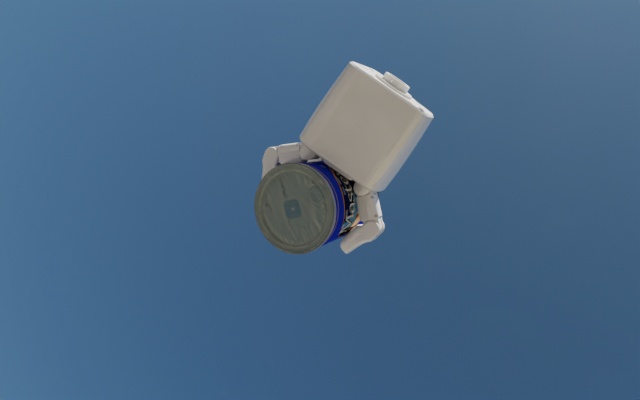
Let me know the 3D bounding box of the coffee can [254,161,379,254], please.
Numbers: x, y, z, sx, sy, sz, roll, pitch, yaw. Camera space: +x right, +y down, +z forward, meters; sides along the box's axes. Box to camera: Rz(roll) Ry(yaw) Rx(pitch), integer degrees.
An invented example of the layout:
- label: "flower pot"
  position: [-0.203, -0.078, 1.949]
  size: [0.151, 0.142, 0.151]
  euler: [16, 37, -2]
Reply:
- label: "coffee can"
  position: [0.000, 0.002, 0.589]
  size: [0.103, 0.103, 0.140]
  euler: [0, 6, 27]
